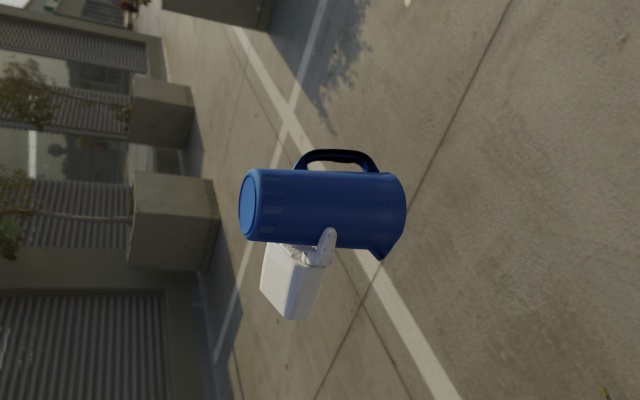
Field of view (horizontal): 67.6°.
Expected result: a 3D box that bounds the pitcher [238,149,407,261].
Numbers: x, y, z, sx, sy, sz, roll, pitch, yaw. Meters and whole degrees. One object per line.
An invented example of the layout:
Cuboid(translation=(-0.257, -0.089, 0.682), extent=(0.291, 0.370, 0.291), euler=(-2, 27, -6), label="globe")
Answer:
Cuboid(translation=(0.000, 0.003, 0.751), extent=(0.243, 0.145, 0.149), euler=(4, 24, -25), label="pitcher")
